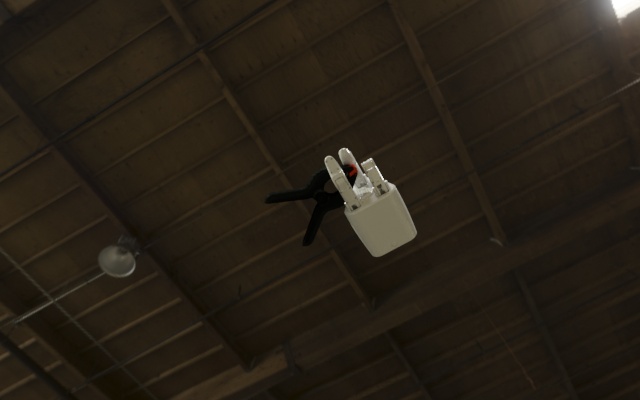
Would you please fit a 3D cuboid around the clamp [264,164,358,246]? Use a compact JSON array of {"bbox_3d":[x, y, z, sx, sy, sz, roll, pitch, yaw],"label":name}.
[{"bbox_3d":[0.000,0.002,0.852,0.171,0.120,0.039,-29,23,7],"label":"clamp"}]
